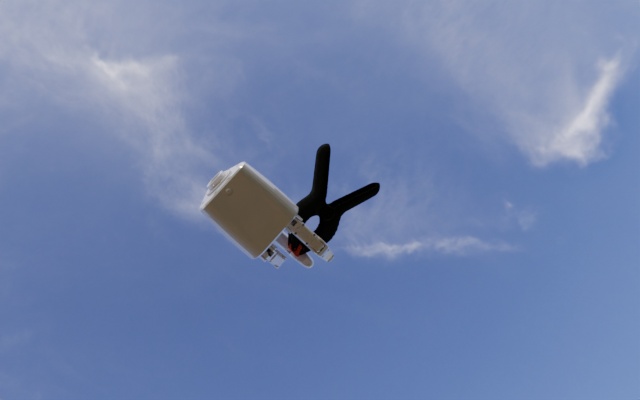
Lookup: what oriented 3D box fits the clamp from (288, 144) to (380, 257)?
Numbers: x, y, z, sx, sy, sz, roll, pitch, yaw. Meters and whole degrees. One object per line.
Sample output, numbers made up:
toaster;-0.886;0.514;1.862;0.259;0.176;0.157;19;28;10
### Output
clamp;0.000;0.002;0.723;0.120;0.171;0.039;44;-7;-17
